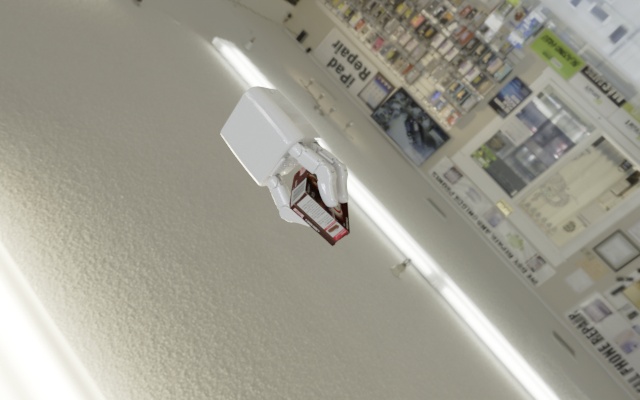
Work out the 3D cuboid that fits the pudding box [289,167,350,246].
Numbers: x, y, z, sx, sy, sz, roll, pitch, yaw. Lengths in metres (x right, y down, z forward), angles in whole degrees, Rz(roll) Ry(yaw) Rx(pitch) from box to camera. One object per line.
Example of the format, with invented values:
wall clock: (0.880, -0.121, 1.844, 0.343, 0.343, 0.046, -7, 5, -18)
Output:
pudding box: (0.000, 0.002, 0.702, 0.039, 0.090, 0.113, -41, 19, 21)
